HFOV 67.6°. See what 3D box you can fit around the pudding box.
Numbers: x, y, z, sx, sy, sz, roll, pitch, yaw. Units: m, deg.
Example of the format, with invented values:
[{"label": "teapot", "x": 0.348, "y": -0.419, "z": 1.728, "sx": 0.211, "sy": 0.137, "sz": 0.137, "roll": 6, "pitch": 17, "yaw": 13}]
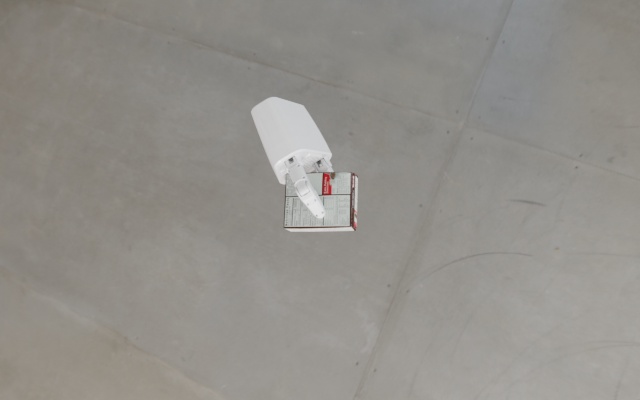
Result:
[{"label": "pudding box", "x": 0.000, "y": 0.002, "z": 0.744, "sx": 0.113, "sy": 0.090, "sz": 0.039, "roll": -2, "pitch": -10, "yaw": 18}]
